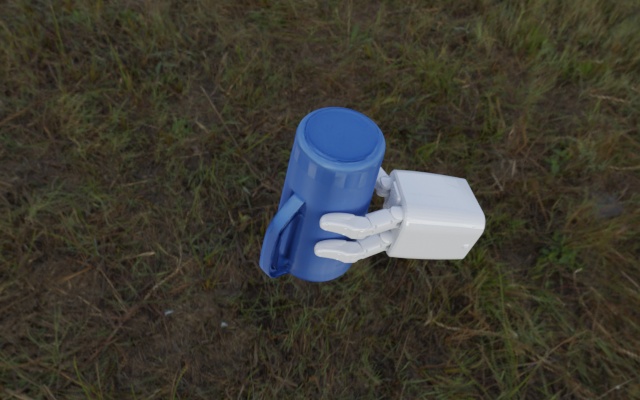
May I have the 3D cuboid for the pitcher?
[{"bbox_3d":[0.000,0.002,0.644,0.145,0.149,0.243,6,-39,-6],"label":"pitcher"}]
